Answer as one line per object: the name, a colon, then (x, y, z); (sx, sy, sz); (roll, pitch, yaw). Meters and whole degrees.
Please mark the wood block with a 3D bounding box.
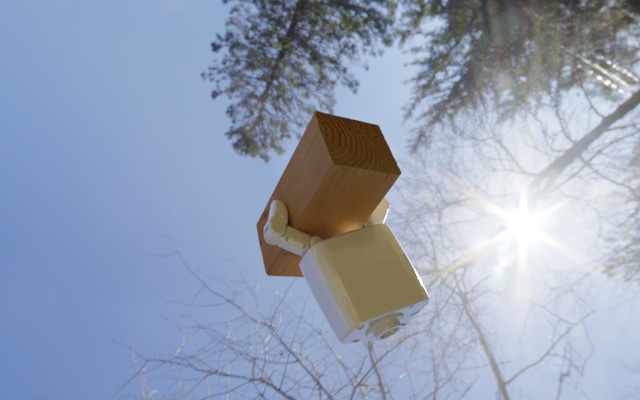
wood block: (0.000, 0.002, 0.599); (0.091, 0.090, 0.206); (7, -45, -27)
